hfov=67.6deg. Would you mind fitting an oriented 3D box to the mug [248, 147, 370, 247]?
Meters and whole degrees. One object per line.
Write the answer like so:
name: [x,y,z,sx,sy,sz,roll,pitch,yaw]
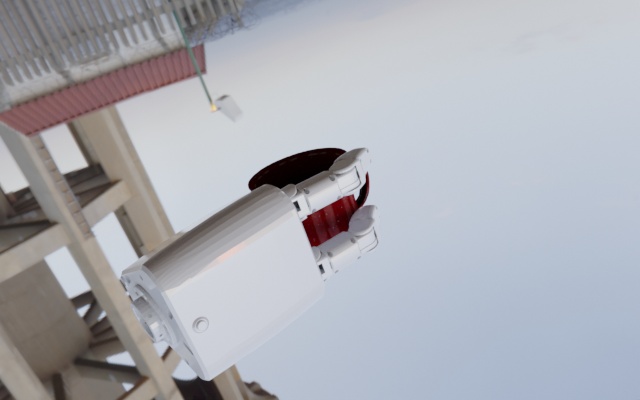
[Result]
mug: [0.001,0.001,0.442,0.117,0.081,0.093,-32,26,-31]
